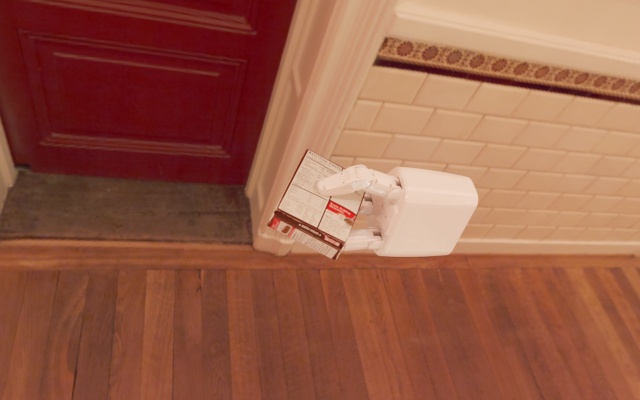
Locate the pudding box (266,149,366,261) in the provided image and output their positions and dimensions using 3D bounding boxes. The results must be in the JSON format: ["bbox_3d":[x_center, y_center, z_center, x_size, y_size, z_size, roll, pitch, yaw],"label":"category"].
[{"bbox_3d":[0.000,0.002,0.565,0.090,0.113,0.039,27,-43,-3],"label":"pudding box"}]
